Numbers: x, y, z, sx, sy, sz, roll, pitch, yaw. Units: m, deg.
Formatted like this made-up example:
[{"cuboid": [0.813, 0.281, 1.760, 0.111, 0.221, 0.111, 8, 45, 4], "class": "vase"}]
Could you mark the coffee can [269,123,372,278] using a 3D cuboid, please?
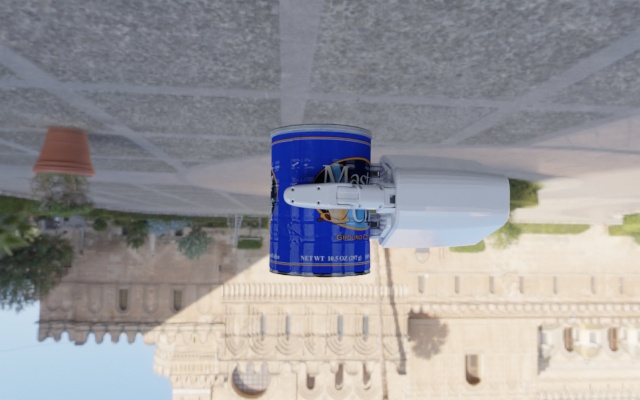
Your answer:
[{"cuboid": [0.000, 0.001, 0.482, 0.103, 0.140, 0.103, 1, -2, 0], "class": "coffee can"}]
